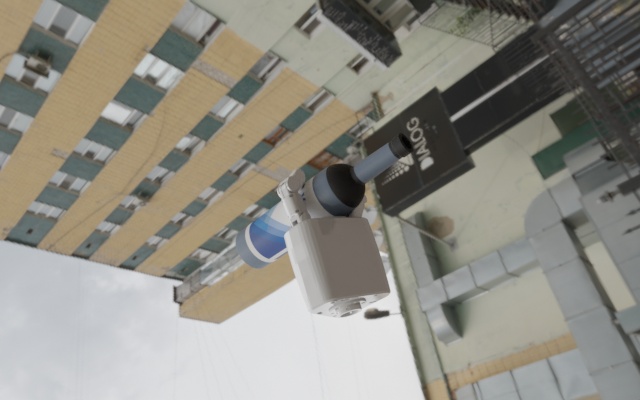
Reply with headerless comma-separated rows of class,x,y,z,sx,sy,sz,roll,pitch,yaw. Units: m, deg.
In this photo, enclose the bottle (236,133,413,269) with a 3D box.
bottle,0.000,0.002,0.648,0.296,0.069,0.069,-35,-20,32
